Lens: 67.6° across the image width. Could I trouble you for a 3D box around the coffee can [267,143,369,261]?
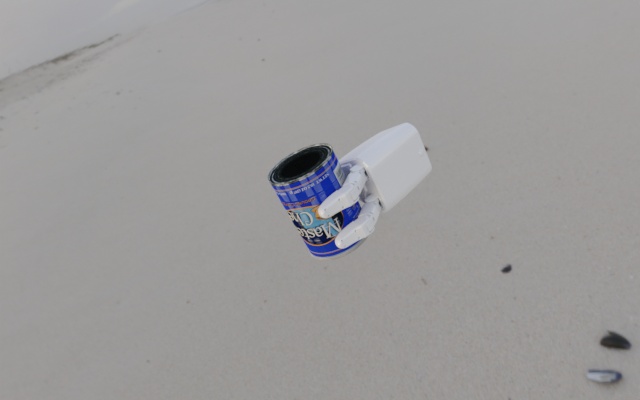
[{"bbox_3d":[0.000,0.003,0.701,0.103,0.140,0.102,-22,27,12],"label":"coffee can"}]
